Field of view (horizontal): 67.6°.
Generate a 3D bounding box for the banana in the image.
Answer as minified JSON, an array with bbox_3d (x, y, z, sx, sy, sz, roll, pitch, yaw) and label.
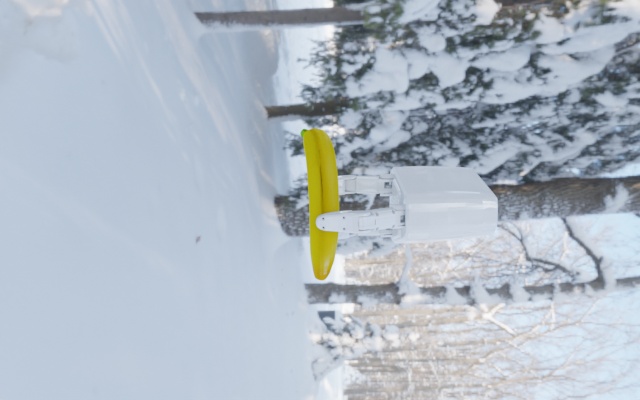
[{"bbox_3d":[0.002,-0.006,0.570,0.037,0.197,0.070,-3,-15,-7],"label":"banana"}]
